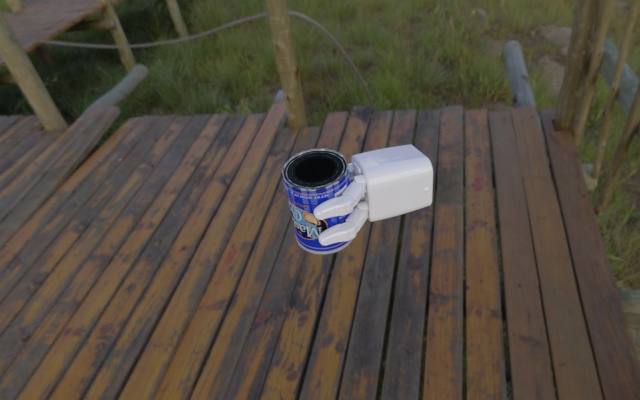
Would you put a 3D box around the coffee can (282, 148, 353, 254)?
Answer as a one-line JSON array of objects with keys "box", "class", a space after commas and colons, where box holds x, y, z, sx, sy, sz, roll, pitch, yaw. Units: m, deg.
[{"box": [0.000, 0.003, 0.770, 0.103, 0.140, 0.102, -5, 41, 5], "class": "coffee can"}]
